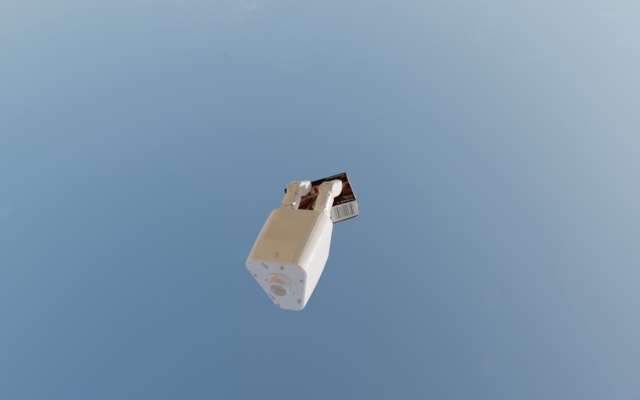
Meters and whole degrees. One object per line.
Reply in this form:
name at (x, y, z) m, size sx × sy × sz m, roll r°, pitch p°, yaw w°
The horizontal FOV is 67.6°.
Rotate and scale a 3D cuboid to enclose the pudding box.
pudding box at (0.000, 0.003, 0.789) m, size 0.113 × 0.039 × 0.090 m, roll -14°, pitch 35°, yaw -1°
